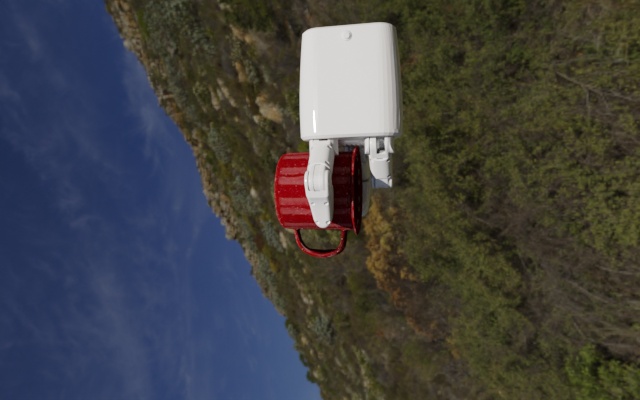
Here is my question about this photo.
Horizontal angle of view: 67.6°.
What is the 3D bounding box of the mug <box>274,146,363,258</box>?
[{"bbox_3d":[0.000,0.003,0.506,0.081,0.117,0.093,0,0,10],"label":"mug"}]
